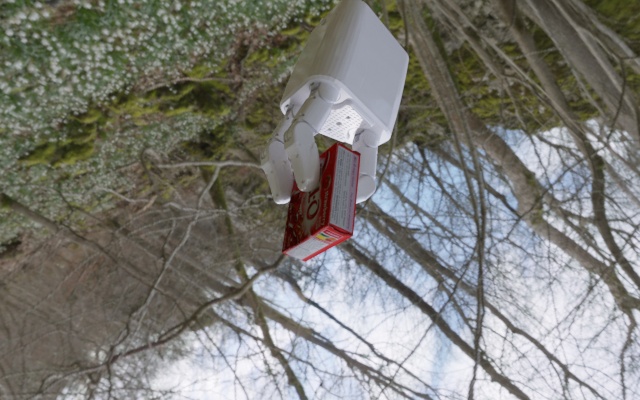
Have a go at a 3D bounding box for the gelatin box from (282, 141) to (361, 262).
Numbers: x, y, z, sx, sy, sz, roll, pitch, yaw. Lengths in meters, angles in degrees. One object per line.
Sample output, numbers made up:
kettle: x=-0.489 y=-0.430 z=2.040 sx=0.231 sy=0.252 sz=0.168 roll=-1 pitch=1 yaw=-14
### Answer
gelatin box: x=0.000 y=0.002 z=0.430 sx=0.030 sy=0.089 sz=0.073 roll=25 pitch=-35 yaw=-26
